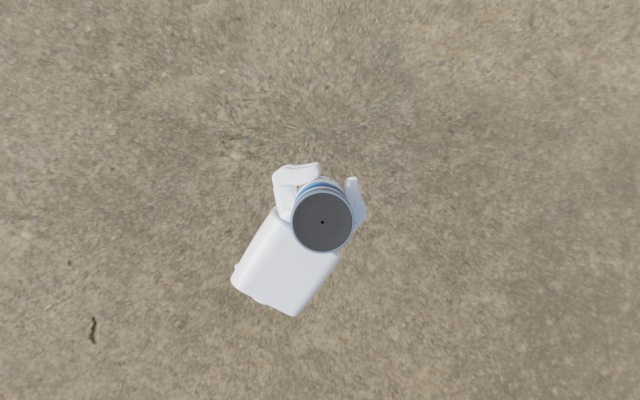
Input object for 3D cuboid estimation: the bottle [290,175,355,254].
[{"bbox_3d":[0.000,0.002,0.634,0.069,0.069,0.295,0,8,-1],"label":"bottle"}]
